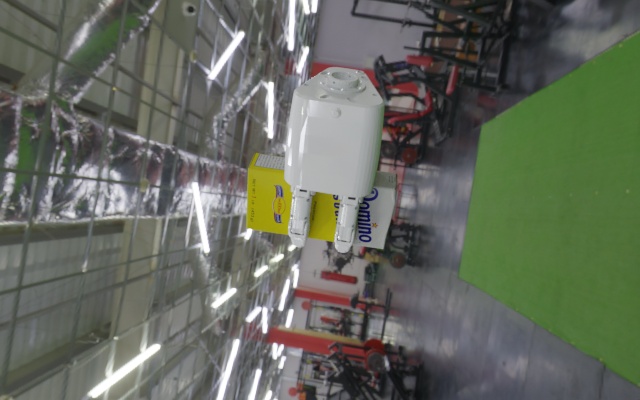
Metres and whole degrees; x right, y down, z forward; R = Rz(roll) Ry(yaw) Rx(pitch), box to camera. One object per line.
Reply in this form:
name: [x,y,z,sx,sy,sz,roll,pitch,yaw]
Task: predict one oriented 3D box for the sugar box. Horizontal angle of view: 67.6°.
sugar box: [0.000,0.002,0.588,0.176,0.093,0.048,9,34,4]
